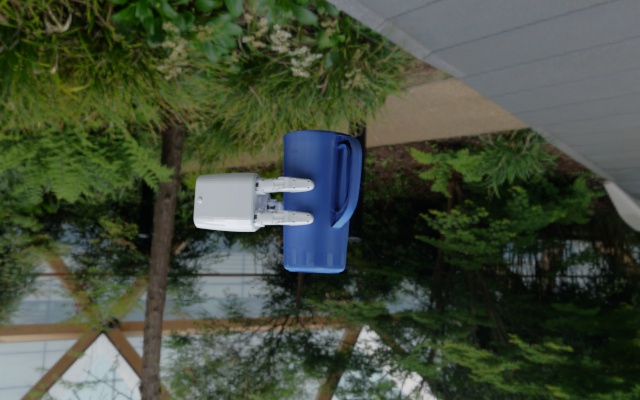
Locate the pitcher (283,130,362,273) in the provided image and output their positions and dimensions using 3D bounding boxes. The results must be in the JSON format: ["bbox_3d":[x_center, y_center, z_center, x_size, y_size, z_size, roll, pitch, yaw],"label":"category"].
[{"bbox_3d":[0.000,0.003,0.834,0.145,0.243,0.149,1,-6,7],"label":"pitcher"}]
